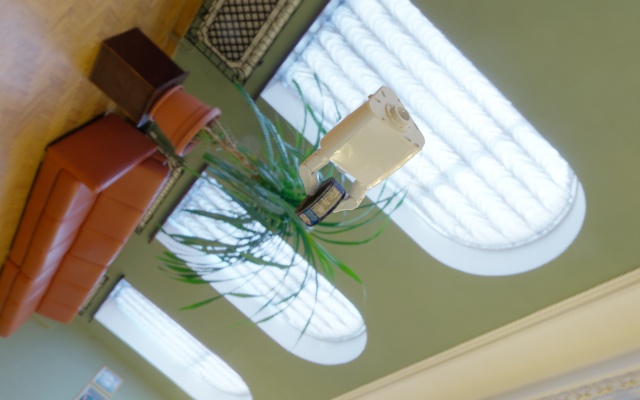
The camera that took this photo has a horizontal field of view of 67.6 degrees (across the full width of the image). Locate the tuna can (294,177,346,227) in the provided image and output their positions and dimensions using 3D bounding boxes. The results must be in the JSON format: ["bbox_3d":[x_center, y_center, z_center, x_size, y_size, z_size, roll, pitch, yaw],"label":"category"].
[{"bbox_3d":[0.000,0.003,0.773,0.086,0.034,0.086,-41,11,10],"label":"tuna can"}]
